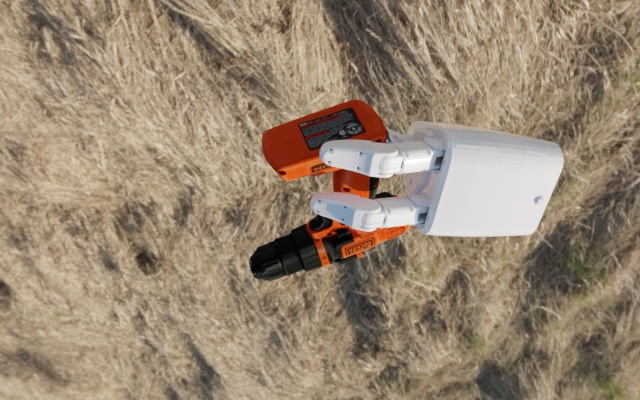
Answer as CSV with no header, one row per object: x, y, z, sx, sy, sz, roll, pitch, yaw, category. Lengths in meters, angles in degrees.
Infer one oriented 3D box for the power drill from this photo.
0.000,0.001,0.471,0.184,0.057,0.188,-22,-36,-6,power drill
